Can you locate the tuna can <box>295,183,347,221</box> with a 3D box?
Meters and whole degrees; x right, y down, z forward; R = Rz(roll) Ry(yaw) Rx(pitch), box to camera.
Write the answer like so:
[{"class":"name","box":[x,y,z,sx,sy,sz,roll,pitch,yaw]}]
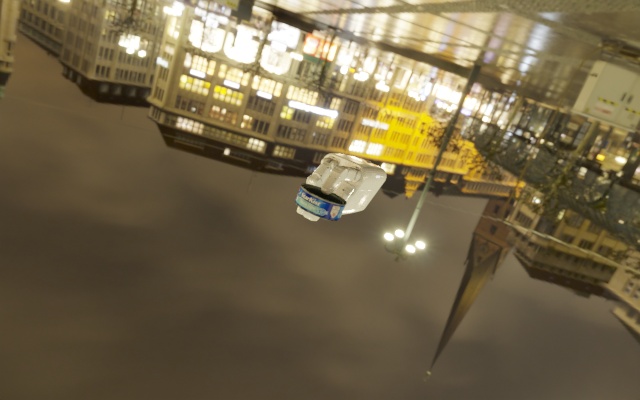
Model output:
[{"class":"tuna can","box":[0.000,0.003,0.827,0.086,0.034,0.086,21,12,-5]}]
